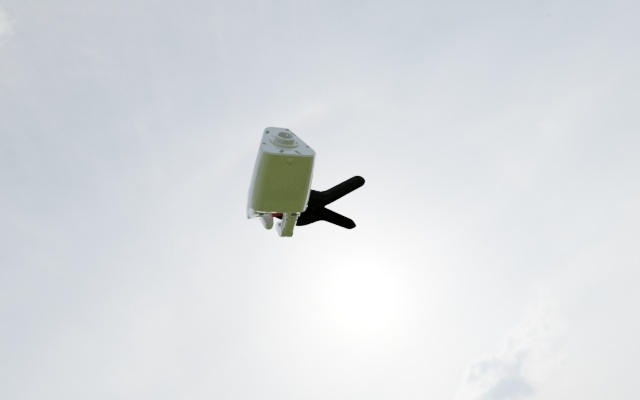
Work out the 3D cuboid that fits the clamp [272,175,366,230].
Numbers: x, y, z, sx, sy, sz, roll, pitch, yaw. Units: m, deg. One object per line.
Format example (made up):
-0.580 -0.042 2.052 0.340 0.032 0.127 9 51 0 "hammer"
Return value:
0.000 0.003 0.854 0.171 0.120 0.039 1 33 -22 "clamp"
